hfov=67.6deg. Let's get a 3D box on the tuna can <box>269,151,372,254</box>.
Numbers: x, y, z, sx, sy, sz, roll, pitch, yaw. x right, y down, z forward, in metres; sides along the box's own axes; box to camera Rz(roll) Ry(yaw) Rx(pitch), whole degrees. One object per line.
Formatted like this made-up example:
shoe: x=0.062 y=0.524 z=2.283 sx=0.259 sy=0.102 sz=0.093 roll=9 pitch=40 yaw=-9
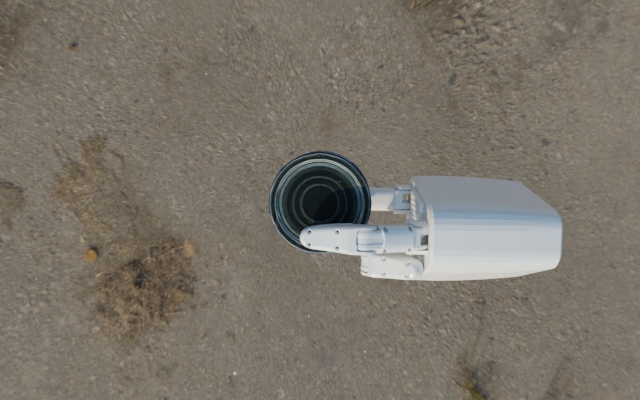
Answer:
tuna can: x=0.000 y=0.001 z=0.402 sx=0.086 sy=0.086 sz=0.033 roll=0 pitch=6 yaw=3
